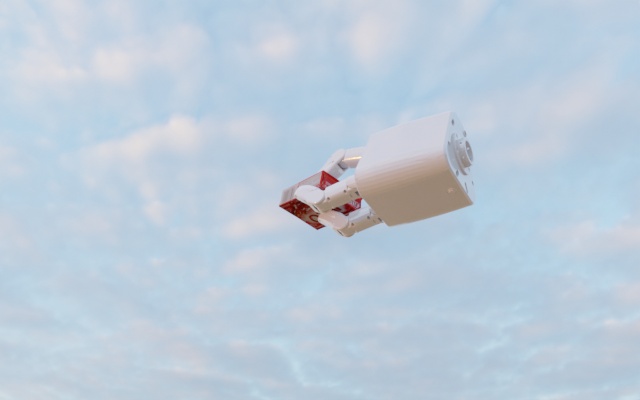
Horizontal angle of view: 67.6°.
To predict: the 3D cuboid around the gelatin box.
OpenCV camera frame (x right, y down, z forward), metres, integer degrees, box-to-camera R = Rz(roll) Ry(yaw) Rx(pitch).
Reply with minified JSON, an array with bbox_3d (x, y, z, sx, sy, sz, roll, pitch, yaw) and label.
[{"bbox_3d":[0.000,0.002,0.639,0.073,0.030,0.089,33,-38,-30],"label":"gelatin box"}]
